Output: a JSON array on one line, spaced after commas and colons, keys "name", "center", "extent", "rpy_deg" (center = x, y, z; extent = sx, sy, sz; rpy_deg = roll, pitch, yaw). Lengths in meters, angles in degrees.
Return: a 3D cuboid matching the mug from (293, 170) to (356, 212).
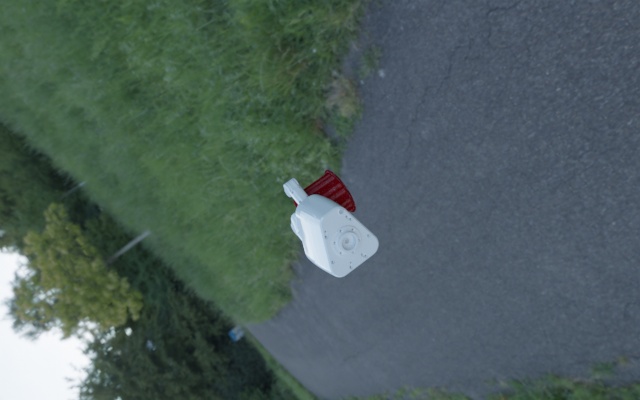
[{"name": "mug", "center": [-0.001, 0.003, 0.883], "extent": [0.081, 0.093, 0.117], "rpy_deg": [-35, 19, -13]}]
